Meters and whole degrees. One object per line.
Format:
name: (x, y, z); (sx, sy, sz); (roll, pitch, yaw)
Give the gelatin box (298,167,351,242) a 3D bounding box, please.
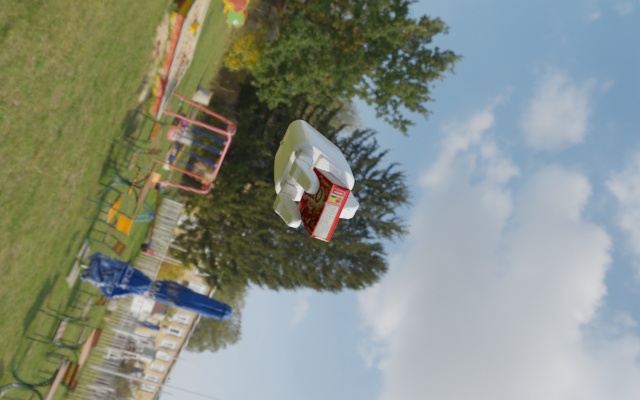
gelatin box: (0.001, 0.002, 0.629); (0.030, 0.073, 0.089); (18, 13, -23)
